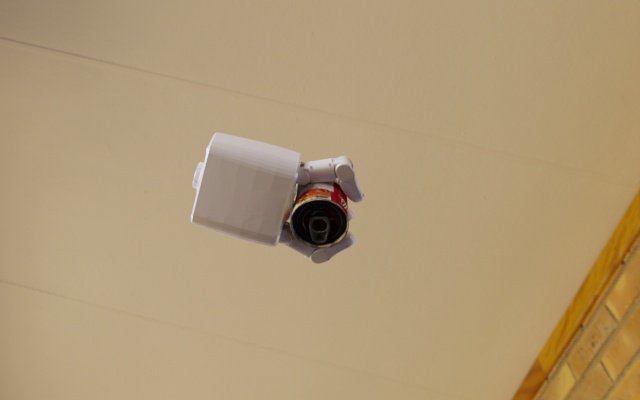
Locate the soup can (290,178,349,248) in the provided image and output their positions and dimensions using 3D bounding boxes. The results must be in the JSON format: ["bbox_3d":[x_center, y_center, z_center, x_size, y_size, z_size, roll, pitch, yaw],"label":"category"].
[{"bbox_3d":[0.001,0.002,0.589,0.068,0.068,0.102,0,31,2],"label":"soup can"}]
